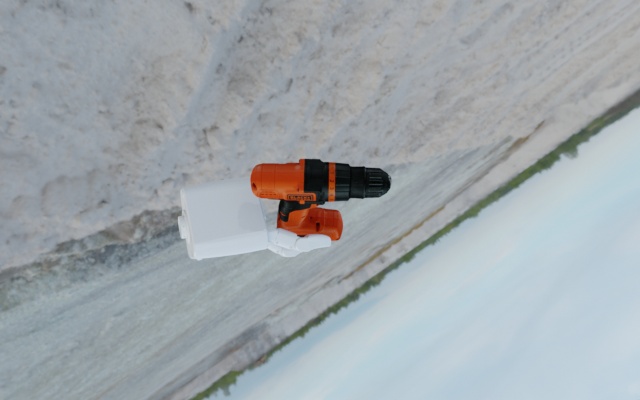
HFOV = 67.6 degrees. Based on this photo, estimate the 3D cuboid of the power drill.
[{"bbox_3d":[0.000,0.002,0.690,0.184,0.057,0.188,3,-26,1],"label":"power drill"}]
